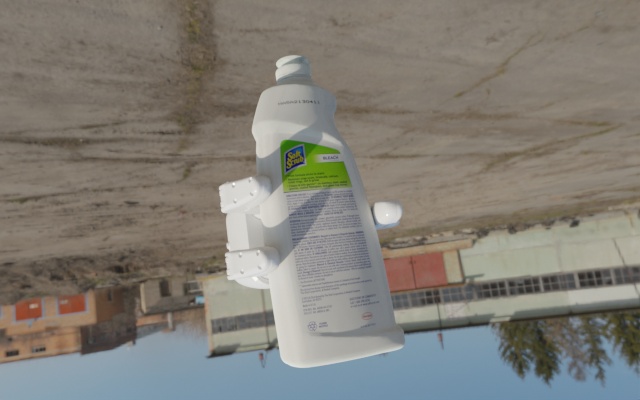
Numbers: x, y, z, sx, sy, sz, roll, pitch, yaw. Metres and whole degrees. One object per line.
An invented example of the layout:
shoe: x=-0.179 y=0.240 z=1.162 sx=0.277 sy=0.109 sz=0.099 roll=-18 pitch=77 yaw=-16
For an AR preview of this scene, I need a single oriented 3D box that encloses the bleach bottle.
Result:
bleach bottle: x=0.000 y=0.001 z=0.401 sx=0.102 sy=0.250 sz=0.068 roll=-4 pitch=-9 yaw=-21
